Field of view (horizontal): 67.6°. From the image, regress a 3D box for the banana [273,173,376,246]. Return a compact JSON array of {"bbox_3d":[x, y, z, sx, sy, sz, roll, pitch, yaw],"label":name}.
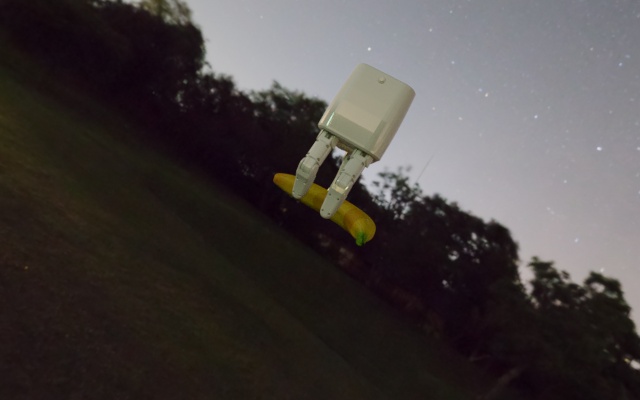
[{"bbox_3d":[0.013,0.008,0.680,0.197,0.037,0.070,33,6,39],"label":"banana"}]
